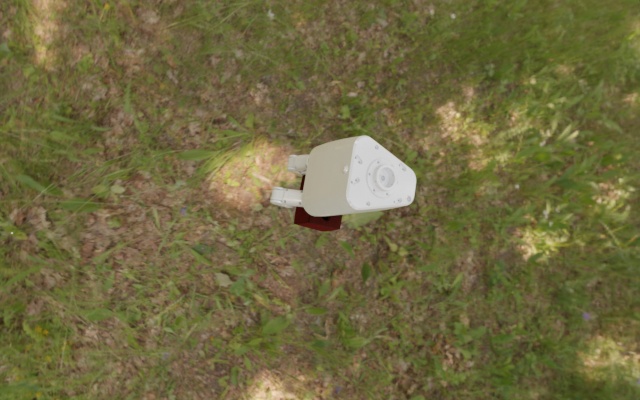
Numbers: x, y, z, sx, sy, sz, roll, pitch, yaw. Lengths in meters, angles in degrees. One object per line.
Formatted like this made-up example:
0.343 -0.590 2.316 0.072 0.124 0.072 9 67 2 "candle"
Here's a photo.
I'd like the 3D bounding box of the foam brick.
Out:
0.000 0.003 0.697 0.053 0.078 0.051 14 -10 -28 "foam brick"
